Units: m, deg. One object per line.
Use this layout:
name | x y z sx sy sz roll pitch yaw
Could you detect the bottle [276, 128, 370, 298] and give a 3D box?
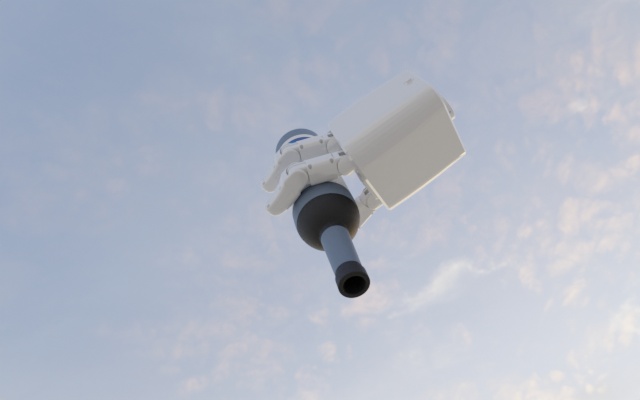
bottle | 0.000 0.002 0.515 0.069 0.069 0.295 0 27 -12
